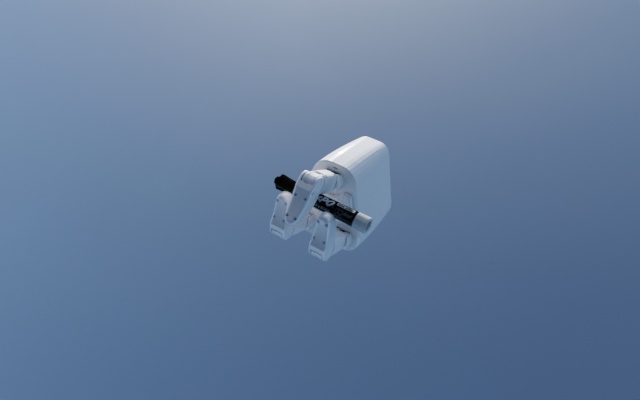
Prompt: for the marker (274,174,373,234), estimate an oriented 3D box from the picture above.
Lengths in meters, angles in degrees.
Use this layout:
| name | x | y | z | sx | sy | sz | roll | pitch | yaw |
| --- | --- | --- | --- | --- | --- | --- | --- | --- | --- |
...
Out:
| name | x | y | z | sx | sy | sz | roll | pitch | yaw |
| --- | --- | --- | --- | --- | --- | --- | --- | --- | --- |
| marker | 0.000 | 0.002 | 0.521 | 0.121 | 0.020 | 0.020 | 27 | 10 | 21 |
